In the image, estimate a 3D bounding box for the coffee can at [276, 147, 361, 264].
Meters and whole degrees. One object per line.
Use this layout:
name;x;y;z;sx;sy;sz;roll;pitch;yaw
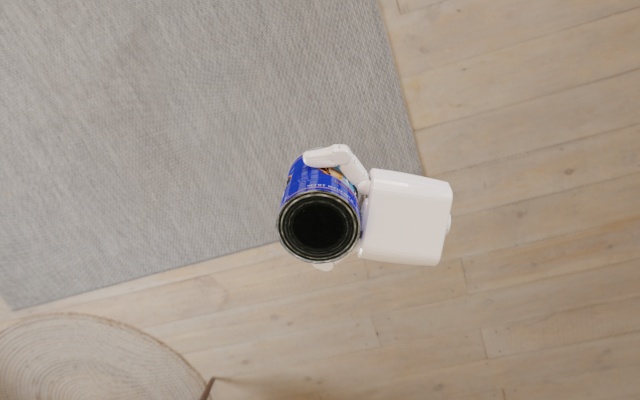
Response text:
coffee can;0.000;0.002;0.632;0.103;0.103;0.140;0;27;3
